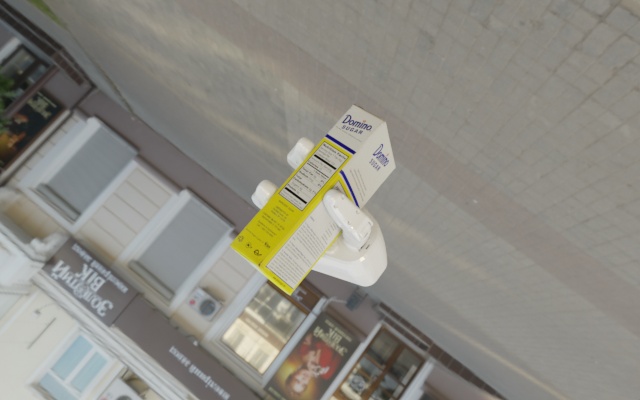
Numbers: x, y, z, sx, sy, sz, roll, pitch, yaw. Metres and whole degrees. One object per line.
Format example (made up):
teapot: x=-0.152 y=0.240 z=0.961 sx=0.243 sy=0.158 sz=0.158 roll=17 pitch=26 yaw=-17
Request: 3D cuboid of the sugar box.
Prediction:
sugar box: x=0.000 y=0.001 z=0.464 sx=0.048 sy=0.176 sz=0.093 roll=33 pitch=-13 yaw=26
